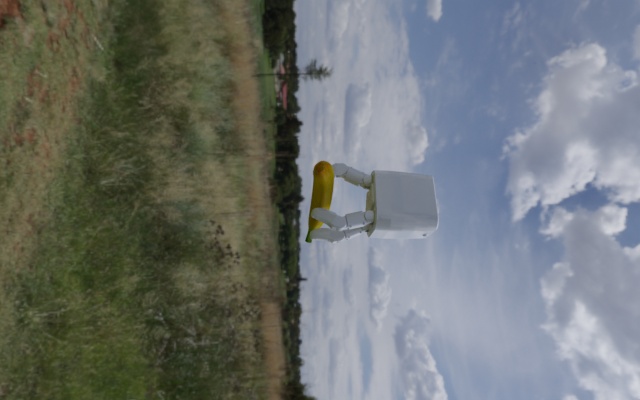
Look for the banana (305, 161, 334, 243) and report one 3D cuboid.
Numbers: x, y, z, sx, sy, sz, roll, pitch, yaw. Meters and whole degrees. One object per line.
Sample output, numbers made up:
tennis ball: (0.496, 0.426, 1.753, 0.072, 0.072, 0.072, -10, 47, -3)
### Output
banana: (0.002, -0.009, 0.805, 0.037, 0.069, 0.198, 8, -41, 1)
